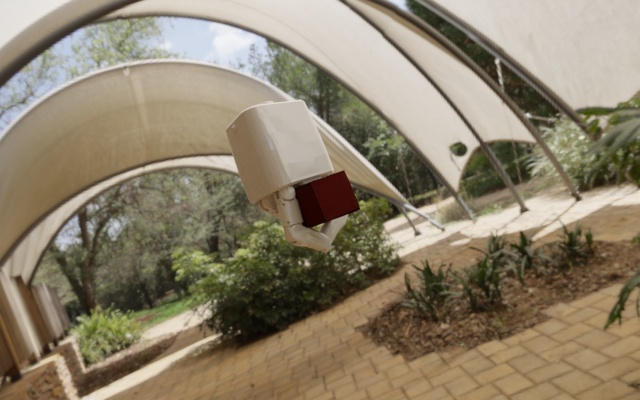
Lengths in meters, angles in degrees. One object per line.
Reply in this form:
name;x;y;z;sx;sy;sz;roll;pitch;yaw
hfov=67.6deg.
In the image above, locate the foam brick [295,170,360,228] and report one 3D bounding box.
foam brick;0.000;0.002;0.584;0.053;0.051;0.078;-19;-2;-31
